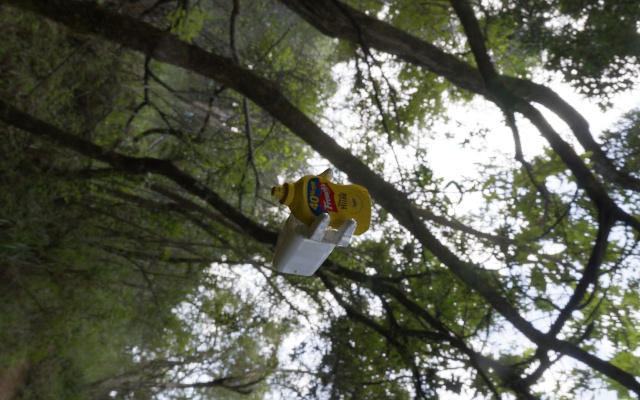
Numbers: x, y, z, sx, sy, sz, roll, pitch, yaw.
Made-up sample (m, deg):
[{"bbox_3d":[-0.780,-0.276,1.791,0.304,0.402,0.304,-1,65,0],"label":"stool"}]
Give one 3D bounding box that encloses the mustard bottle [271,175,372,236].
[{"bbox_3d":[0.001,0.003,0.873,0.191,0.096,0.058,13,-27,-26],"label":"mustard bottle"}]
